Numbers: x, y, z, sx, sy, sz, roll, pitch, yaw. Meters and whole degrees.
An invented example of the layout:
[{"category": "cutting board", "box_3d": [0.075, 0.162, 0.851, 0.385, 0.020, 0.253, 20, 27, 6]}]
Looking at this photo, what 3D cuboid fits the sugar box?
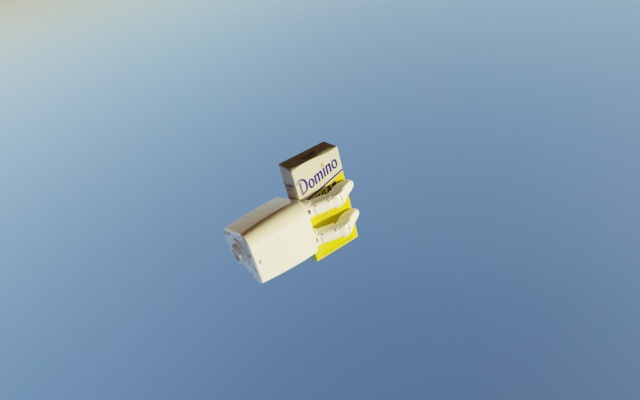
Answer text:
[{"category": "sugar box", "box_3d": [0.000, 0.003, 0.786, 0.093, 0.176, 0.048, -30, 35, -24]}]
